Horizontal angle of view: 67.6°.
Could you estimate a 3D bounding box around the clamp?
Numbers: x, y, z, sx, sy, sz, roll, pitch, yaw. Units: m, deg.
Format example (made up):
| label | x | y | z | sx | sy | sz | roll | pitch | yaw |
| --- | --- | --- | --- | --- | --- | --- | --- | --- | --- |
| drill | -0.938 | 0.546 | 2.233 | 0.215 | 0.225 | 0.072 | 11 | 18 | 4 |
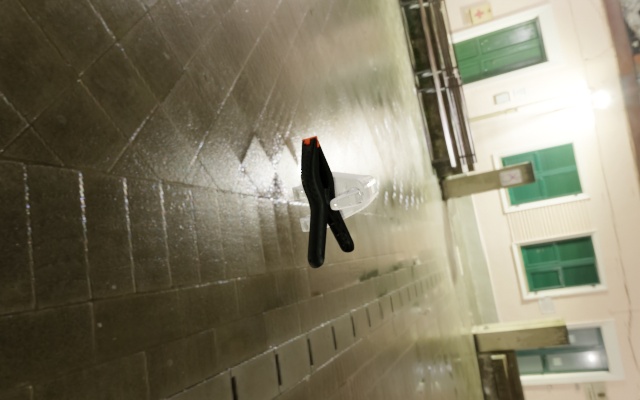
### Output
| label | x | y | z | sx | sy | sz | roll | pitch | yaw |
| --- | --- | --- | --- | --- | --- | --- | --- | --- | --- |
| clamp | 0.001 | 0.002 | 0.764 | 0.036 | 0.210 | 0.164 | -12 | 5 | 21 |
